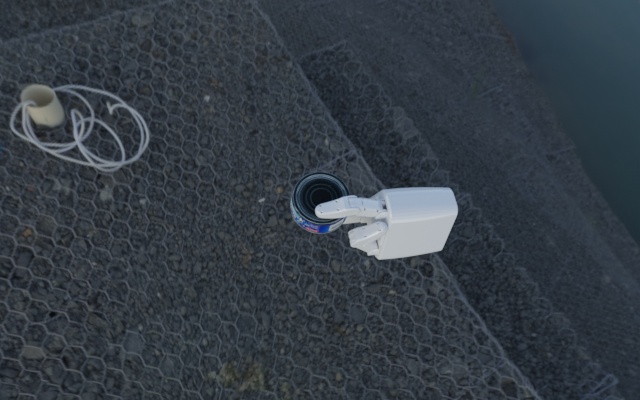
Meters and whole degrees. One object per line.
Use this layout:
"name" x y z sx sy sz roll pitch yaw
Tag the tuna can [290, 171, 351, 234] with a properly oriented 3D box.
"tuna can" 0.000 0.002 0.684 0.086 0.086 0.034 0 -24 -7
